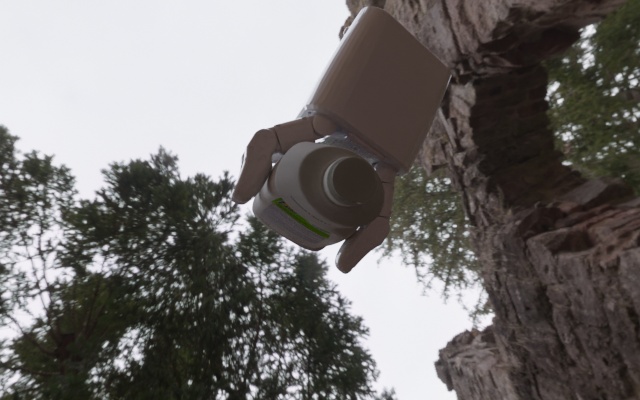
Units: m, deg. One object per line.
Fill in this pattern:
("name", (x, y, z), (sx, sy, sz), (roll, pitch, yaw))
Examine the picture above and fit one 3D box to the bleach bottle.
("bleach bottle", (0.000, 0.001, 0.412), (0.102, 0.068, 0.251), (30, -10, -9))
